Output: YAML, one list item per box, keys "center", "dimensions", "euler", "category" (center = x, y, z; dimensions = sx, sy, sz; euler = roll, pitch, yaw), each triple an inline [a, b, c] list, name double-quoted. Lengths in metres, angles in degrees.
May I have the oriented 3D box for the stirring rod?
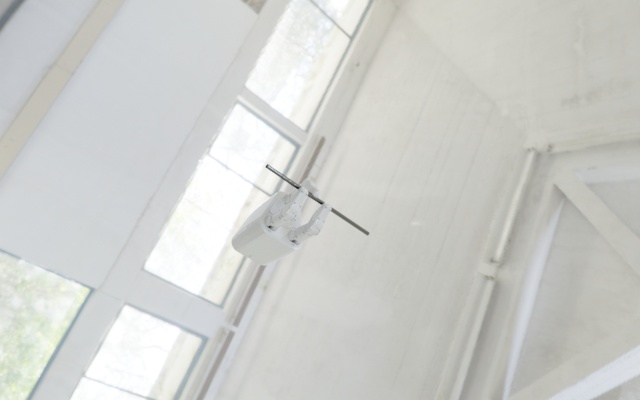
- center: [0.000, 0.003, 0.843]
  dimensions: [0.239, 0.011, 0.011]
  euler: [34, -17, -27]
  category: "stirring rod"
